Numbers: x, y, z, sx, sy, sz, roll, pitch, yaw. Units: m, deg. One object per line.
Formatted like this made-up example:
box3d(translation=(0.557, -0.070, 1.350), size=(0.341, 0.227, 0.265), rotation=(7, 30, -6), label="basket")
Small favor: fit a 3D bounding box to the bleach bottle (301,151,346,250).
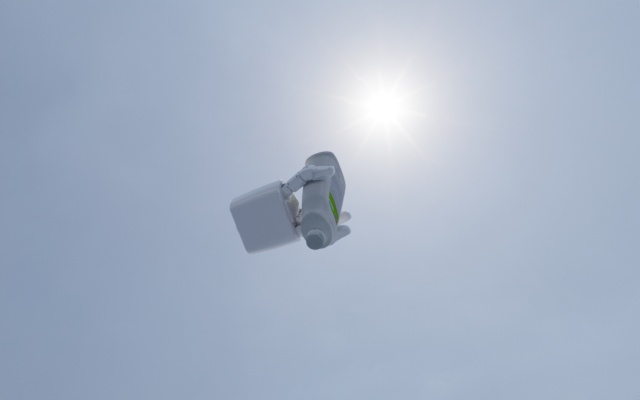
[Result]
box3d(translation=(0.000, 0.003, 0.857), size=(0.068, 0.103, 0.250), rotation=(-18, 23, 14), label="bleach bottle")
